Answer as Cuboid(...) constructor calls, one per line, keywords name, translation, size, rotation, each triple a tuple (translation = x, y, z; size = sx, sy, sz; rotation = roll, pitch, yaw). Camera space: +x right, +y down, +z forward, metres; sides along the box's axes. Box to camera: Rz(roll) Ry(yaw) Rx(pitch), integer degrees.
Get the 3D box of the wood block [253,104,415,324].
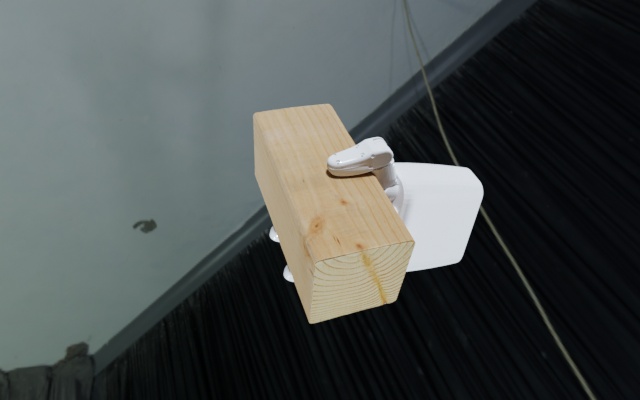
Cuboid(name="wood block", translation=(0.001, 0.001, 0.475), size=(0.090, 0.091, 0.206), rotation=(-10, 46, -17))
